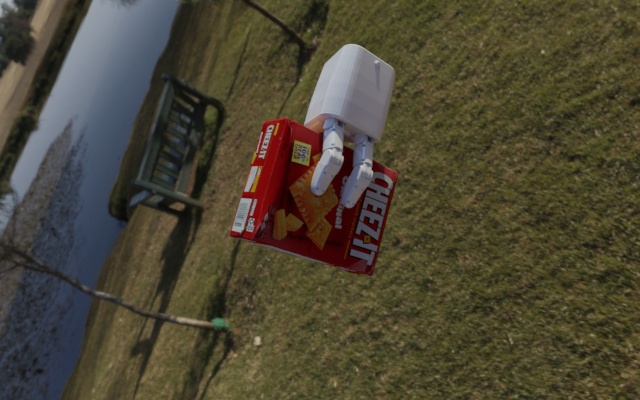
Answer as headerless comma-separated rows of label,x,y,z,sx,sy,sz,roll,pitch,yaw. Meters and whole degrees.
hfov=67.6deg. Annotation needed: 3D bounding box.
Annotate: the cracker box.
cracker box,0.000,0.002,0.670,0.214,0.164,0.072,21,-10,-34
